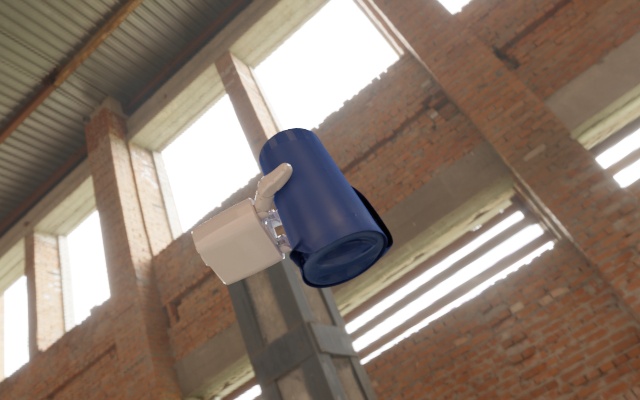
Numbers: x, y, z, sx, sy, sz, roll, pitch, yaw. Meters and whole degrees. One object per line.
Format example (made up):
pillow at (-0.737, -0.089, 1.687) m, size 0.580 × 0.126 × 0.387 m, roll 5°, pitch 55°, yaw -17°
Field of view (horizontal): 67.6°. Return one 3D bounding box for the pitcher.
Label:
pitcher at (0.000, 0.002, 0.742) m, size 0.145 × 0.242 × 0.149 m, roll -29°, pitch -34°, yaw 2°
